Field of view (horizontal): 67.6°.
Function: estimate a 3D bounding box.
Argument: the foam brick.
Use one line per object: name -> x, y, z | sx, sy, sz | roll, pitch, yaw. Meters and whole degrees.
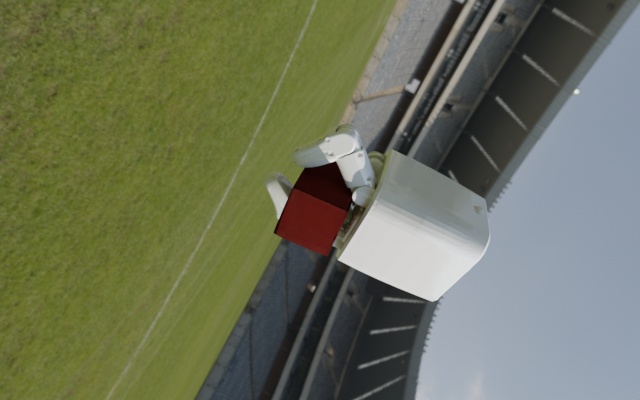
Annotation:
foam brick -> 0.000, 0.002, 0.429 | 0.051, 0.053, 0.078 | 25, 32, 1
